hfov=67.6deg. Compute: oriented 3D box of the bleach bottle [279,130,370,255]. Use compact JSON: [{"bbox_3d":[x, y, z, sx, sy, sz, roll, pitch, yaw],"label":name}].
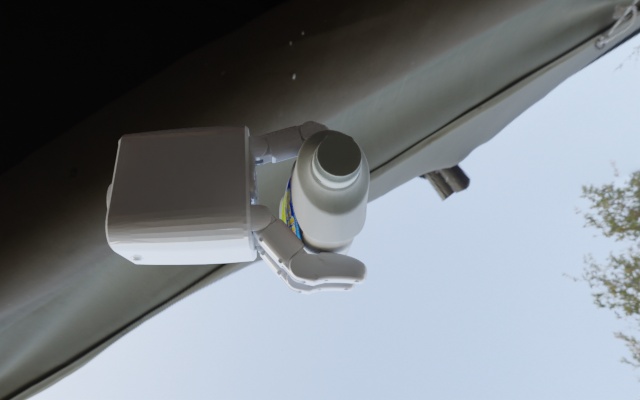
[{"bbox_3d":[0.000,0.001,0.412,0.068,0.102,0.251,-4,-17,-6],"label":"bleach bottle"}]
